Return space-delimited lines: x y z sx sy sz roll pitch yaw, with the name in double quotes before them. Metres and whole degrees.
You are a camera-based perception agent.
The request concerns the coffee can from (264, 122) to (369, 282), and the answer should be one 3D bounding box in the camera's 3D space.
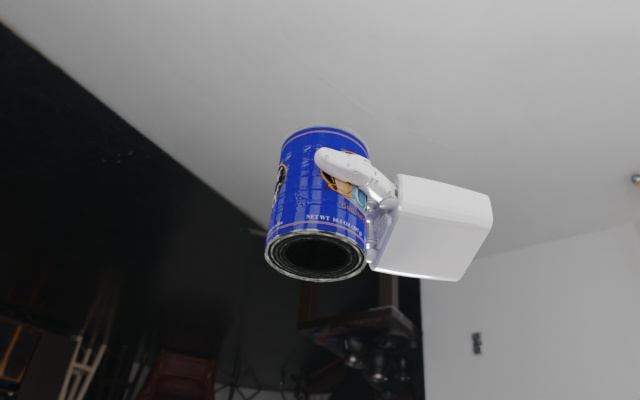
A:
"coffee can" 0.000 0.001 0.513 0.103 0.140 0.103 3 -35 2
